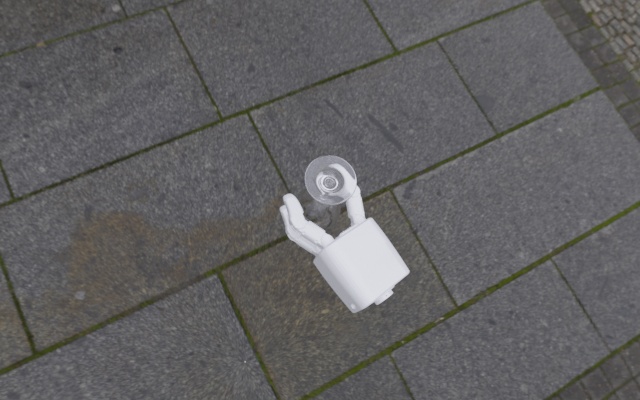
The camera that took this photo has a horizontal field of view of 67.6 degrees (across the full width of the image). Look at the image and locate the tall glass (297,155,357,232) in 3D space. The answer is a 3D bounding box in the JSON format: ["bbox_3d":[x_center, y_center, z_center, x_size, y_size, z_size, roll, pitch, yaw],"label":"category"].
[{"bbox_3d":[0.000,0.002,0.759,0.079,0.079,0.201,0,-18,-9],"label":"tall glass"}]
